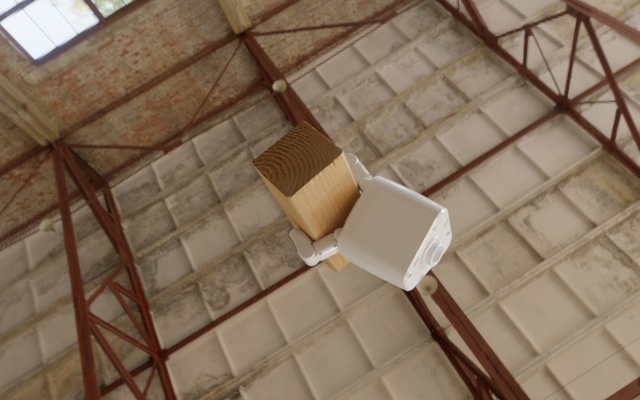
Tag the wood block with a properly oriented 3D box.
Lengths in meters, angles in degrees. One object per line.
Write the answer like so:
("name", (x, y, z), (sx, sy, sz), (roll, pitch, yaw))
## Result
("wood block", (0.000, 0.003, 0.668), (0.090, 0.091, 0.206), (42, -12, 37))
